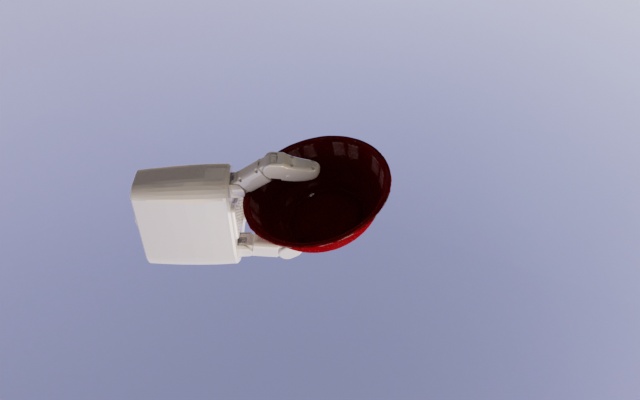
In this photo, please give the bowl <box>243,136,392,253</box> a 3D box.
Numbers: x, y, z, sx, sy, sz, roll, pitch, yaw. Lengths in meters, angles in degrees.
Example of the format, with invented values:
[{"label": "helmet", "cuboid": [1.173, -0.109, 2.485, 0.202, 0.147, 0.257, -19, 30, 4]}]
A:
[{"label": "bowl", "cuboid": [0.001, 0.002, 0.522, 0.162, 0.162, 0.055, 0, -41, 18]}]
